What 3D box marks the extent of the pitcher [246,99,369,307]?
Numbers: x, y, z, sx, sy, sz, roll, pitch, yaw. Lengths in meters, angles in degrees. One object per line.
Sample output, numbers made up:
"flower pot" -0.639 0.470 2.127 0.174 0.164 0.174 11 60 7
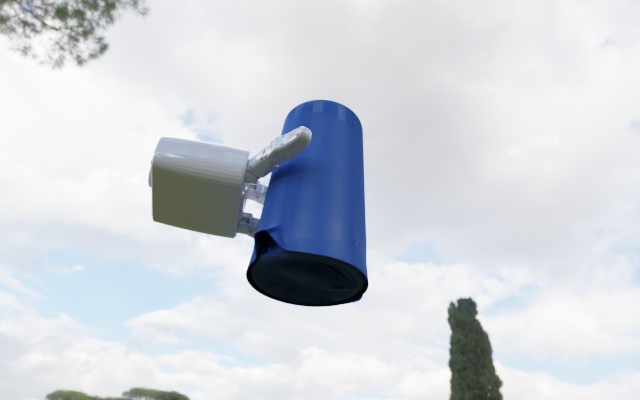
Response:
"pitcher" 0.000 0.002 0.587 0.145 0.242 0.149 9 -35 -4
